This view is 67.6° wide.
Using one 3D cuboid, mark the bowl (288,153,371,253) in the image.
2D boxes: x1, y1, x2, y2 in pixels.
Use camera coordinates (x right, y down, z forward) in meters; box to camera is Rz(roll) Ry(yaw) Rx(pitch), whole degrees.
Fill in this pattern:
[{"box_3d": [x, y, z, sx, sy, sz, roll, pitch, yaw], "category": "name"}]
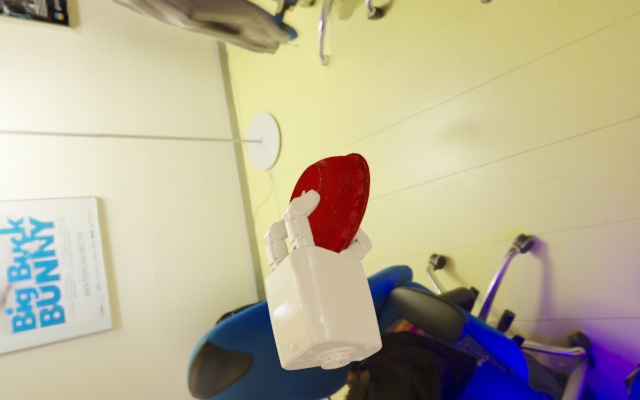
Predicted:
[{"box_3d": [0.000, 0.001, 0.648, 0.055, 0.162, 0.162, 20, -8, -23], "category": "bowl"}]
